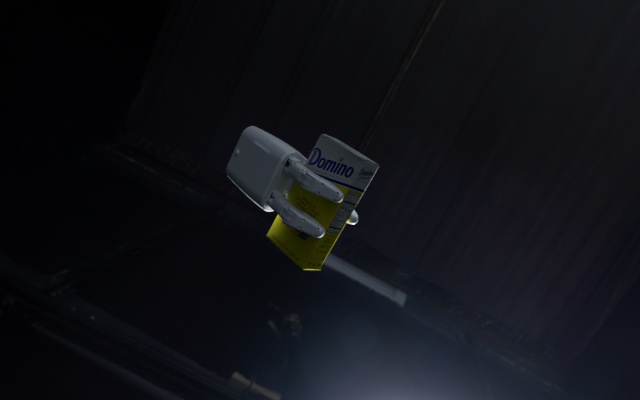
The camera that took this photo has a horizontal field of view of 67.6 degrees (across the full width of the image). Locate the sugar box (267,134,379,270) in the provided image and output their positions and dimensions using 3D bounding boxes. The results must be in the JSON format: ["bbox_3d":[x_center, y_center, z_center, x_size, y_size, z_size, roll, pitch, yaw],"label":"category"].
[{"bbox_3d":[0.000,0.002,0.682,0.093,0.176,0.048,36,15,36],"label":"sugar box"}]
